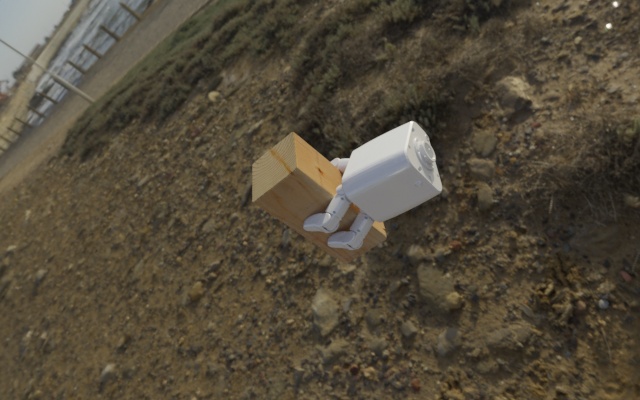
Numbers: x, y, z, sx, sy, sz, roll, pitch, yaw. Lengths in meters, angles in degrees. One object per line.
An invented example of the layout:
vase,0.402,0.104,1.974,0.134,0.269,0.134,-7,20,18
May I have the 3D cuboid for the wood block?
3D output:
wood block,0.000,0.002,0.740,0.090,0.090,0.206,-36,-53,24
